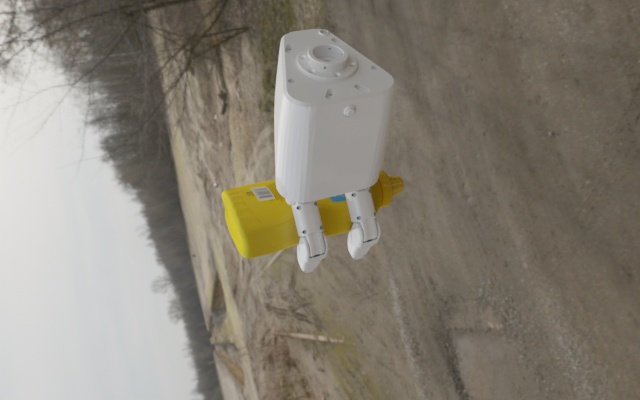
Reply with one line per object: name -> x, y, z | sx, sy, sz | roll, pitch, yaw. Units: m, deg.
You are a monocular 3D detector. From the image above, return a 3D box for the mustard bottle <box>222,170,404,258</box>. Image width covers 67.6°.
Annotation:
mustard bottle -> 0.000, 0.002, 0.500 | 0.191, 0.058, 0.096 | -14, 27, -18
